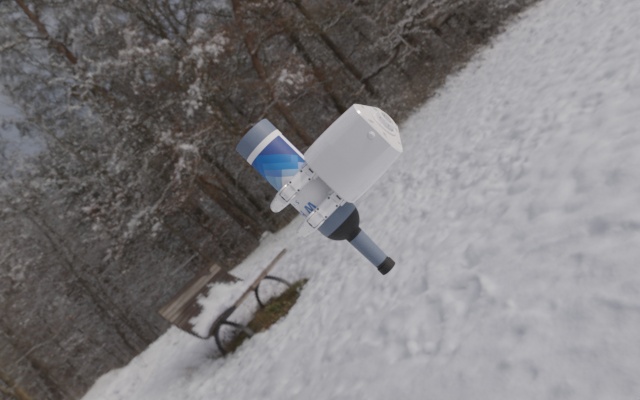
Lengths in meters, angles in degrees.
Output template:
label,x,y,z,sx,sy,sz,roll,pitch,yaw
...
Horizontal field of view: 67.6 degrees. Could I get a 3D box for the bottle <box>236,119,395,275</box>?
label,x,y,z,sx,sy,sz,roll,pitch,yaw
bottle,0.000,0.002,0.727,0.296,0.069,0.069,44,-2,-2
